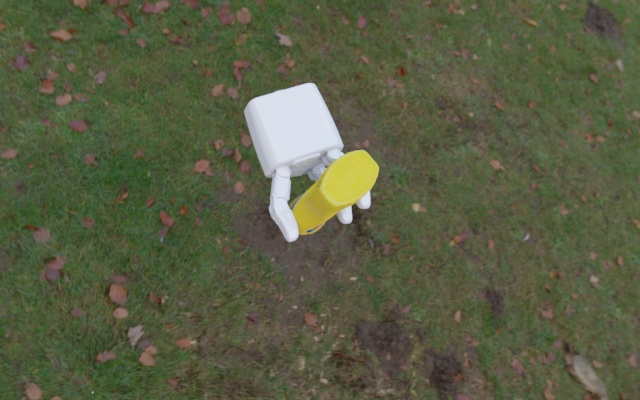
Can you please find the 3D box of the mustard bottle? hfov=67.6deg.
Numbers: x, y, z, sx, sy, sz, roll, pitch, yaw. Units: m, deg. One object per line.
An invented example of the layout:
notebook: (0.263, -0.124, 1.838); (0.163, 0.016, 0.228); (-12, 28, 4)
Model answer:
mustard bottle: (0.000, 0.002, 0.667); (0.096, 0.058, 0.192); (-44, 2, -32)
